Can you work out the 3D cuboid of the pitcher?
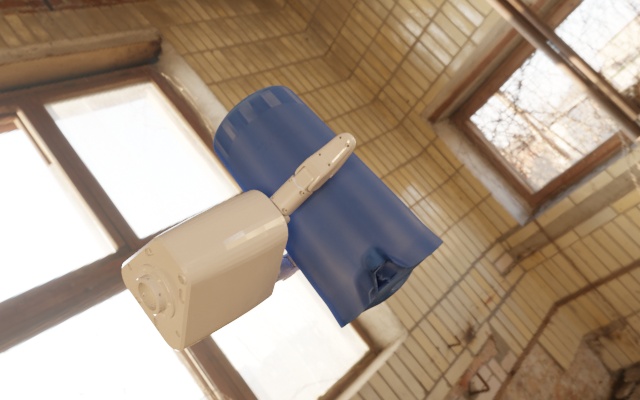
[{"bbox_3d":[0.000,0.002,0.510,0.145,0.243,0.149,-29,-16,-44],"label":"pitcher"}]
